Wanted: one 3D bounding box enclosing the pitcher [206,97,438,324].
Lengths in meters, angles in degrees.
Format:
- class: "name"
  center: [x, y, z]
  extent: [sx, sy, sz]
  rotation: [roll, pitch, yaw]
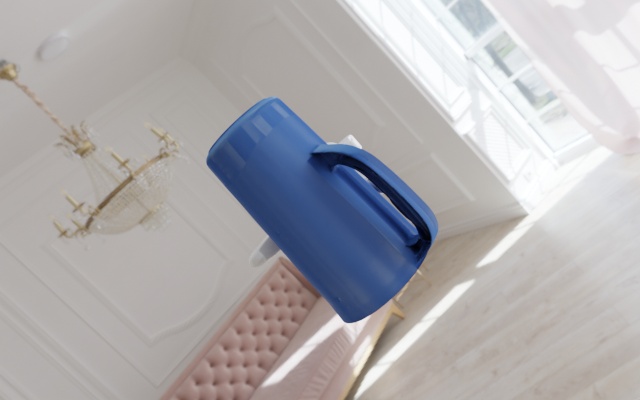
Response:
- class: "pitcher"
  center: [0.000, 0.002, 0.522]
  extent: [0.149, 0.243, 0.145]
  rotation: [-44, 5, 1]
